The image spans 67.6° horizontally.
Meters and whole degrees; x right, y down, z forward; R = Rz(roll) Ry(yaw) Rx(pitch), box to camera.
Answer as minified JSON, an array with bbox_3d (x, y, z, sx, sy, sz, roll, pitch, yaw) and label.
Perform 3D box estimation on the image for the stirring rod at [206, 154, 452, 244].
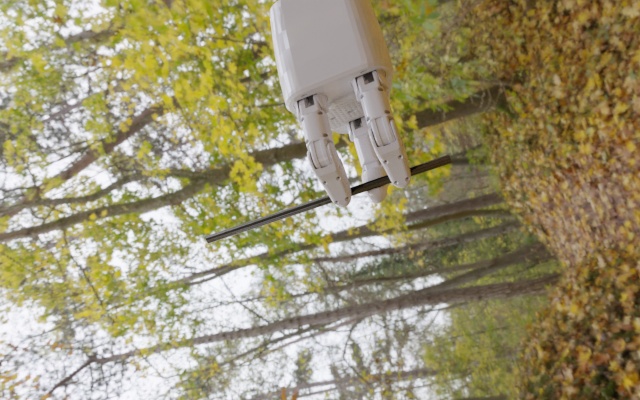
[{"bbox_3d":[0.000,0.001,0.436,0.239,0.011,0.011,-19,-5,15],"label":"stirring rod"}]
